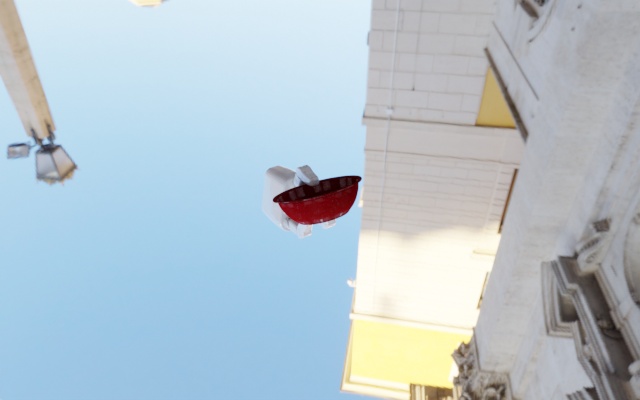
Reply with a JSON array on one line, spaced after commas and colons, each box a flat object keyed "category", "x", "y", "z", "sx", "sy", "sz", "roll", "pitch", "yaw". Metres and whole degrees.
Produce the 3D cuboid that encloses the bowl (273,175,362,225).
[{"category": "bowl", "x": 0.001, "y": 0.003, "z": 0.840, "sx": 0.162, "sy": 0.055, "sz": 0.162, "roll": -14, "pitch": 11, "yaw": 3}]
